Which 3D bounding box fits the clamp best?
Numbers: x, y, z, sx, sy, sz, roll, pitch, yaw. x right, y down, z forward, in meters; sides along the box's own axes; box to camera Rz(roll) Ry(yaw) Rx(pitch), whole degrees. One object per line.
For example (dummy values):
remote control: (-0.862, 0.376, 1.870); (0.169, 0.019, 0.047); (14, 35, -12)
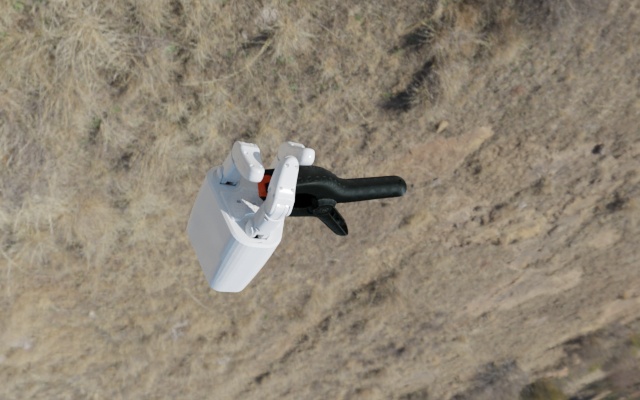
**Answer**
clamp: (0.000, 0.002, 0.541); (0.171, 0.039, 0.120); (9, -41, -28)
